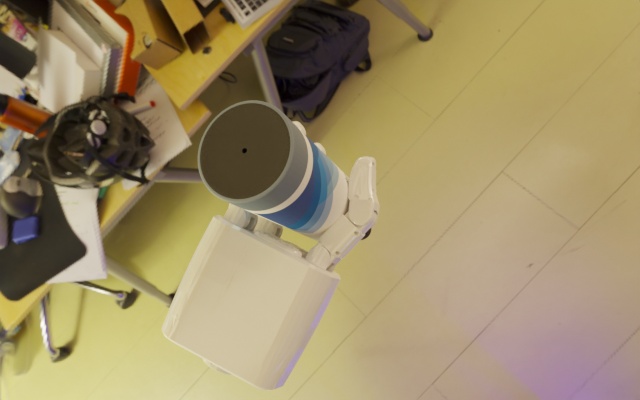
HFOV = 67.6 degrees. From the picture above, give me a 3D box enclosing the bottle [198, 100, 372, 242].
[{"bbox_3d":[0.000,0.001,0.428,0.069,0.069,0.296,0,-13,19],"label":"bottle"}]
